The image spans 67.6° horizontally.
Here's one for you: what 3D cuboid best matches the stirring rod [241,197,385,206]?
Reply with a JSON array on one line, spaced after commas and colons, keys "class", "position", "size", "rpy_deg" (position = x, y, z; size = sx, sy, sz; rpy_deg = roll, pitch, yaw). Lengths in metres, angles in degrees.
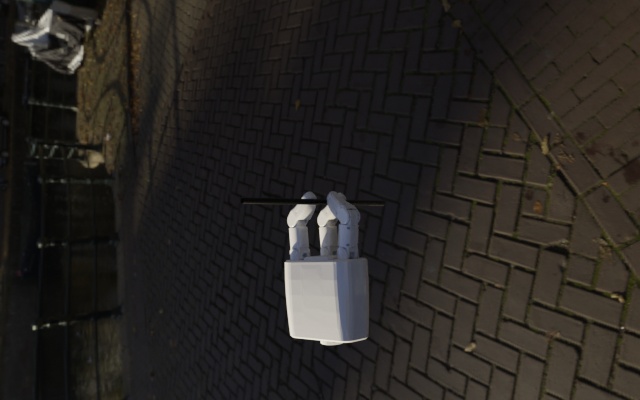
[{"class": "stirring rod", "position": [0.000, 0.002, 0.650], "size": [0.239, 0.011, 0.011], "rpy_deg": [1, -1, -38]}]
